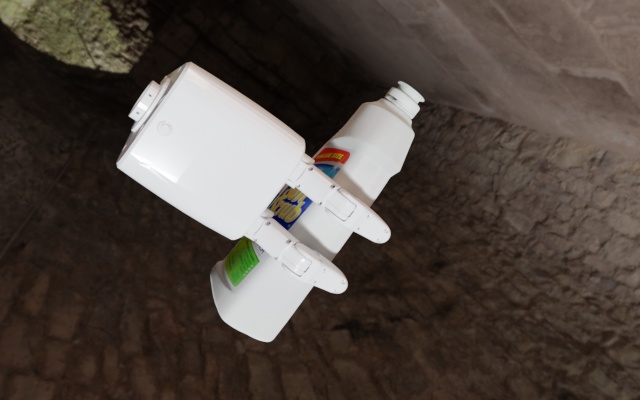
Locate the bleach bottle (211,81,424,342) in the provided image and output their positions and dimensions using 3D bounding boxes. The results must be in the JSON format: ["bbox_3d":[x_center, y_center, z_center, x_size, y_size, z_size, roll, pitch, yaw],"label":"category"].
[{"bbox_3d":[0.000,0.002,0.433,0.068,0.251,0.102,34,7,-25],"label":"bleach bottle"}]
